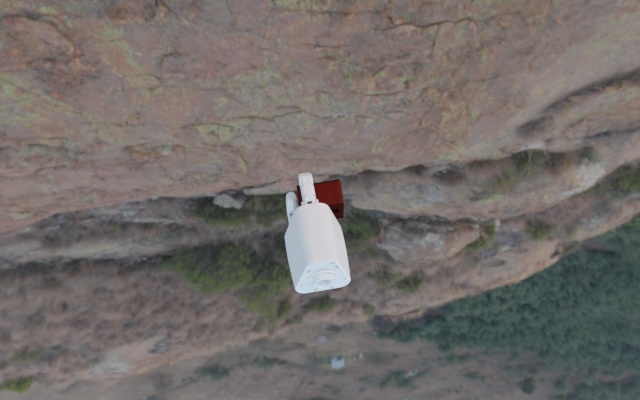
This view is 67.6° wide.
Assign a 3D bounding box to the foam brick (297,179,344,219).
[{"bbox_3d":[0.000,0.003,0.841,0.078,0.051,0.053,-9,-34,-5],"label":"foam brick"}]
